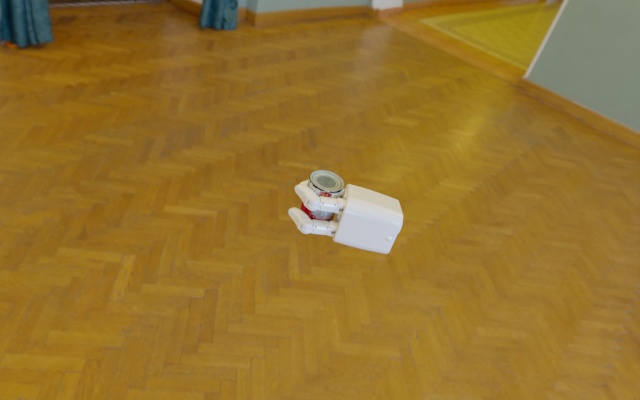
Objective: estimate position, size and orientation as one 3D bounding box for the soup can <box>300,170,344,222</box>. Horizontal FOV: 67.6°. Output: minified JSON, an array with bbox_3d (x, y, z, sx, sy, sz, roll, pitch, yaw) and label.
[{"bbox_3d":[0.000,0.002,0.894,0.068,0.102,0.068,11,36,-8],"label":"soup can"}]
